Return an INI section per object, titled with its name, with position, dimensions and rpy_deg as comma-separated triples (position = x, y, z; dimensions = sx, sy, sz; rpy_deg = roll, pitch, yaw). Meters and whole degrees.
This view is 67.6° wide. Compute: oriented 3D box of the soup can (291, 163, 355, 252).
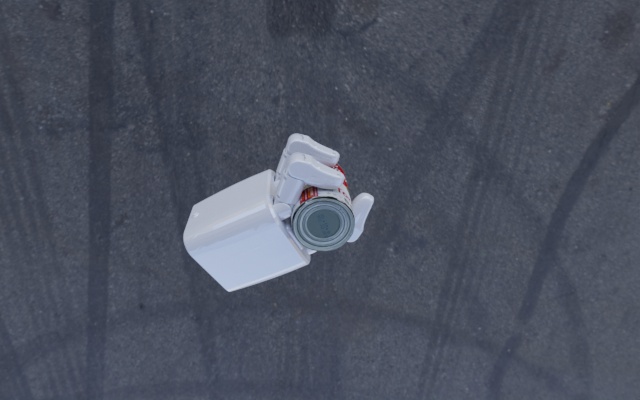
[soup can]
position = 0.001, 0.002, 0.535
dimensions = 0.068, 0.068, 0.102
rpy_deg = 0, 29, -4
